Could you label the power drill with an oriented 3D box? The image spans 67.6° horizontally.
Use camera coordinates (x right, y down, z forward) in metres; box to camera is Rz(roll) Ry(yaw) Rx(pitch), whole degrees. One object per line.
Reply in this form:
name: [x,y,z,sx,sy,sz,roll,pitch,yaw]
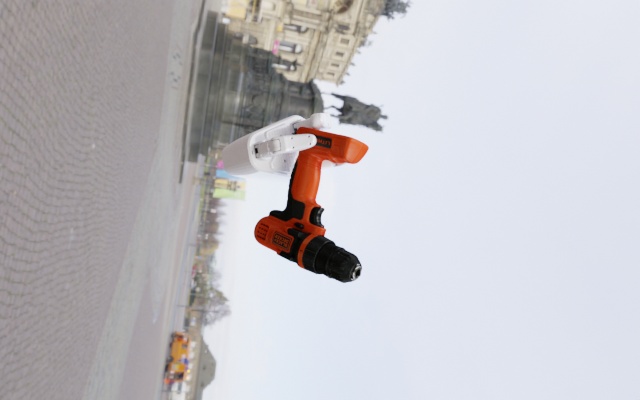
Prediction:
power drill: [0.000,0.002,0.651,0.184,0.187,0.057,20,2,36]
